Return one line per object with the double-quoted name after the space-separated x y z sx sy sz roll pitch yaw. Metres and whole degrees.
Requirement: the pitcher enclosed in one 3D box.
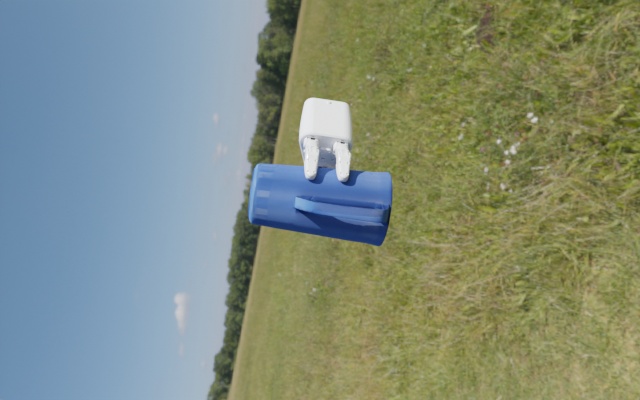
0.000 0.003 0.834 0.243 0.145 0.149 7 -37 -5 "pitcher"
